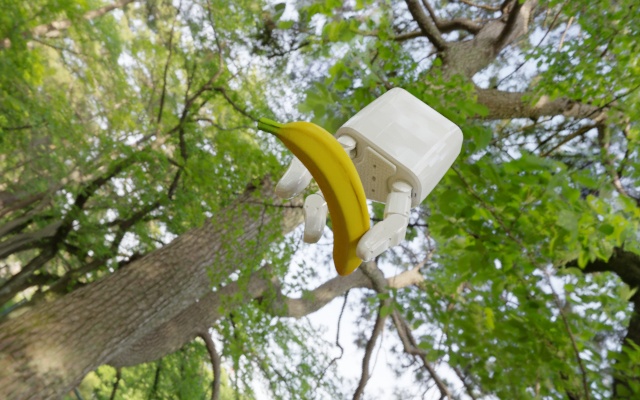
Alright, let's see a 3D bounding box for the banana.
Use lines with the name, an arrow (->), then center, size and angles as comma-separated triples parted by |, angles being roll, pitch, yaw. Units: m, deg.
banana -> 0.013, 0.000, 0.458 | 0.069, 0.198, 0.037 | 3, 39, 41
